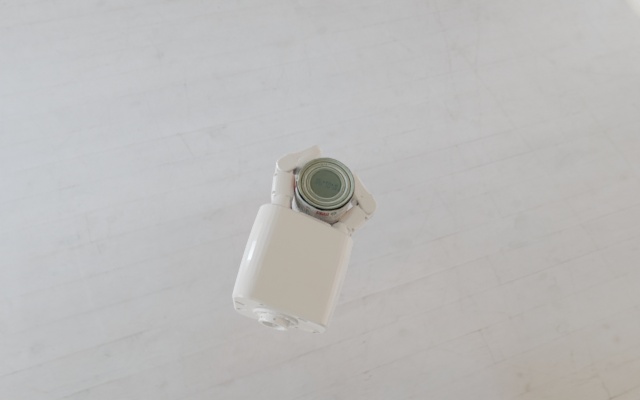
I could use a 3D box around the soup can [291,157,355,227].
[{"bbox_3d":[0.000,0.001,0.571,0.068,0.068,0.102,0,-25,-7],"label":"soup can"}]
